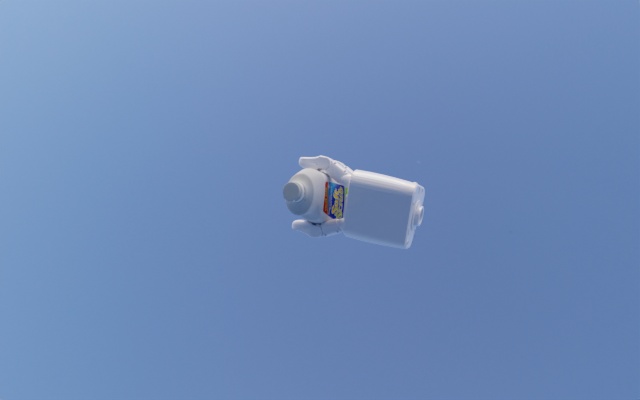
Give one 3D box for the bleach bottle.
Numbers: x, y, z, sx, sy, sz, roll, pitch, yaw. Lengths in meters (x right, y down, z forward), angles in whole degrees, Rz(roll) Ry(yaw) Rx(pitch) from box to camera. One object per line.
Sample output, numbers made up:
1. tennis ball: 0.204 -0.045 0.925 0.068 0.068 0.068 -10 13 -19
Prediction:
1. bleach bottle: 0.000 0.003 0.822 0.068 0.102 0.251 13 1 22
